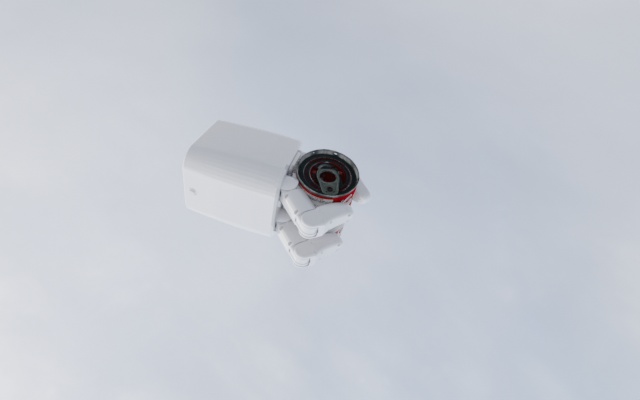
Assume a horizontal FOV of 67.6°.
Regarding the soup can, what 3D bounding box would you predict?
[{"bbox_3d":[0.001,0.002,0.541,0.068,0.068,0.102,0,-40,-12],"label":"soup can"}]
